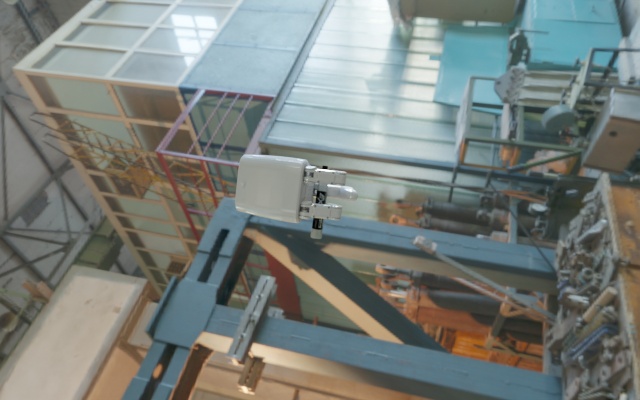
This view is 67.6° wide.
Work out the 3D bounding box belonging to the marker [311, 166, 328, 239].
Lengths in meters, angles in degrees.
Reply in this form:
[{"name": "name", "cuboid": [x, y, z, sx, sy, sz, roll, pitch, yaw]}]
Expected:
[{"name": "marker", "cuboid": [0.000, 0.003, 0.791, 0.020, 0.121, 0.020, 7, 5, -1]}]
